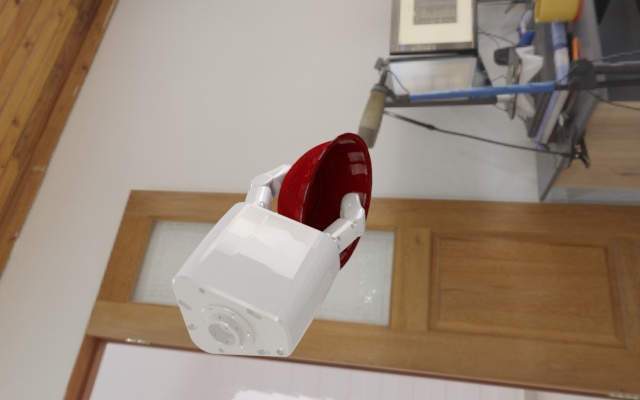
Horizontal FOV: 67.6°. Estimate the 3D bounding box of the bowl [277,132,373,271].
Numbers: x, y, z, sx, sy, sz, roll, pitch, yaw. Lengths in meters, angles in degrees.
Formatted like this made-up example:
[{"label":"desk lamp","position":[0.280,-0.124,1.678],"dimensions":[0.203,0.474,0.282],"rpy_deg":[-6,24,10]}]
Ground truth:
[{"label":"bowl","position":[0.000,0.001,0.531],"dimensions":[0.055,0.162,0.162],"rpy_deg":[13,6,28]}]
